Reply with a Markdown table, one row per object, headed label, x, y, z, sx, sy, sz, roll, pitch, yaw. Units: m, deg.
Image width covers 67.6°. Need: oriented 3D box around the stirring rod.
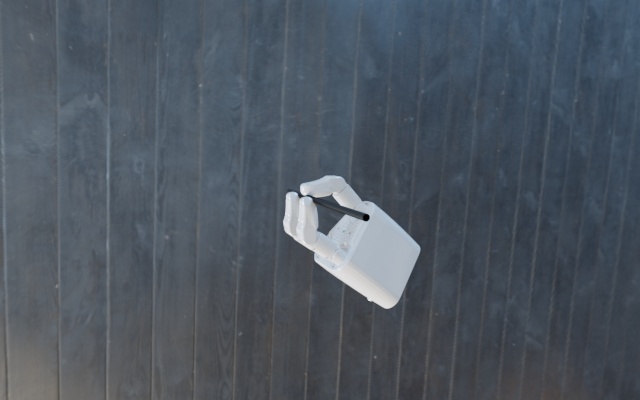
| label | x | y | z | sx | sy | sz | roll | pitch | yaw |
| --- | --- | --- | --- | --- | --- | --- | --- | --- | --- |
| stirring rod | 0.000 | 0.002 | 0.581 | 0.011 | 0.011 | 0.239 | 0 | 7 | -22 |
